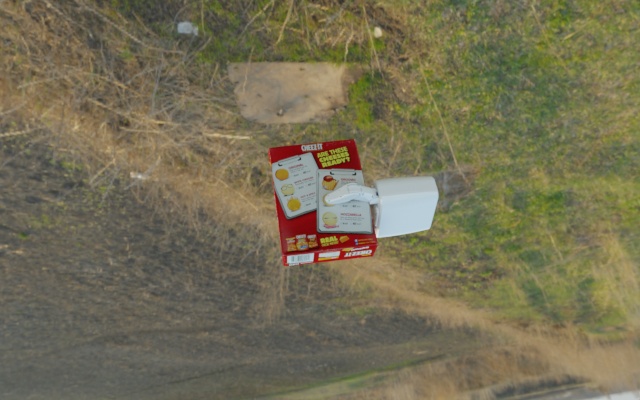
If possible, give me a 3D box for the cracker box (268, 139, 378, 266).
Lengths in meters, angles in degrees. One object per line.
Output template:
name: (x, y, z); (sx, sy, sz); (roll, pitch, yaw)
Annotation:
cracker box: (0.000, 0.003, 0.858); (0.164, 0.213, 0.072); (-6, -27, -7)
